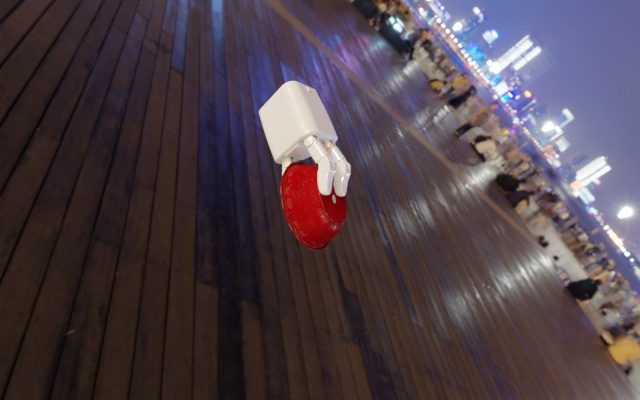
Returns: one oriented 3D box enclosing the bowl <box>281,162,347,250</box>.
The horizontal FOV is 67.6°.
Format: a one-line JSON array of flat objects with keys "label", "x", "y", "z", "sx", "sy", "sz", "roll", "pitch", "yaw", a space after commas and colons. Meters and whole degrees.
[{"label": "bowl", "x": 0.001, "y": 0.004, "z": 0.831, "sx": 0.055, "sy": 0.162, "sz": 0.162, "roll": -17, "pitch": -8, "yaw": 29}]
